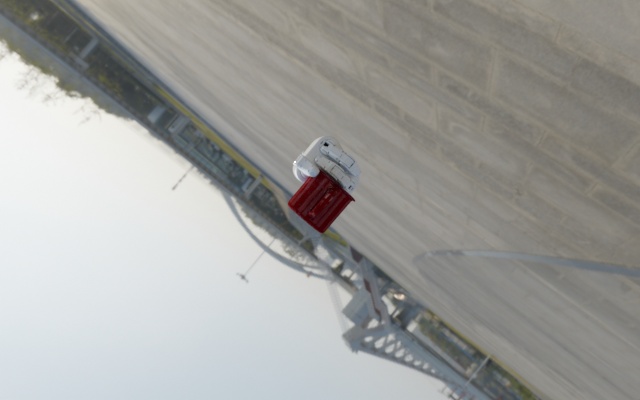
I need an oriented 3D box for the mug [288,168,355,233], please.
[{"bbox_3d":[0.000,0.003,0.803,0.093,0.081,0.117,40,-1,-9],"label":"mug"}]
